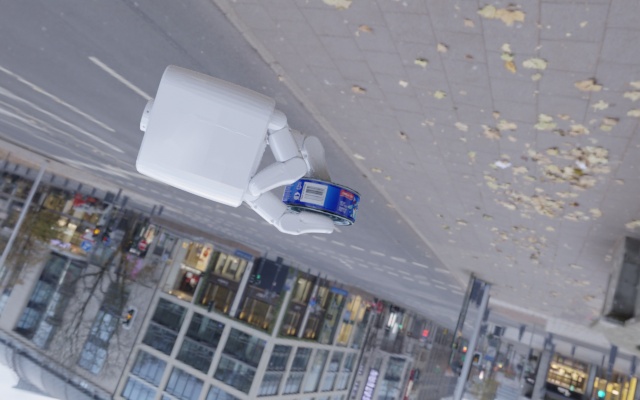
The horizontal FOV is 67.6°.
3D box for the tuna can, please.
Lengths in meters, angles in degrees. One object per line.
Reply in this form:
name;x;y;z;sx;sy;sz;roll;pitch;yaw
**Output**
tuna can;0.000;0.002;0.533;0.086;0.033;0.086;13;-10;2
